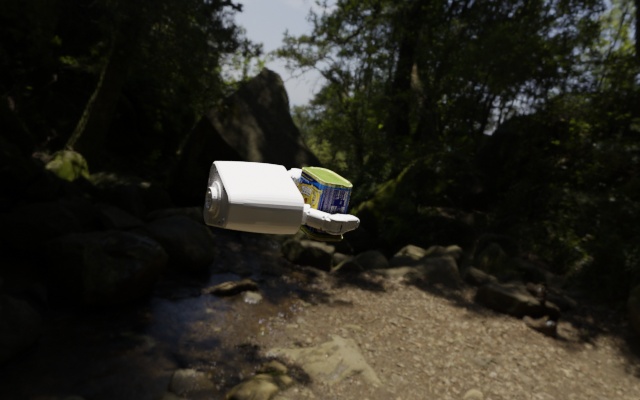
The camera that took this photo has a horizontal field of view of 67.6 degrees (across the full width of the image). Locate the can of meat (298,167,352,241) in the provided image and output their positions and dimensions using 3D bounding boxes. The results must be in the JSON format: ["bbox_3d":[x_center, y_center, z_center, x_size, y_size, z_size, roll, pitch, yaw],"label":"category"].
[{"bbox_3d":[0.000,0.002,0.707,0.057,0.084,0.102,5,16,-27],"label":"can of meat"}]
